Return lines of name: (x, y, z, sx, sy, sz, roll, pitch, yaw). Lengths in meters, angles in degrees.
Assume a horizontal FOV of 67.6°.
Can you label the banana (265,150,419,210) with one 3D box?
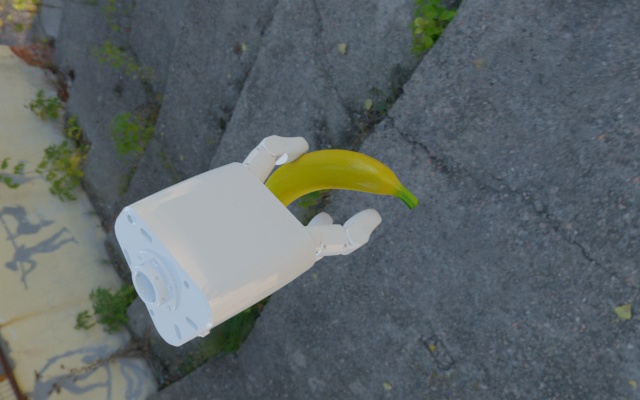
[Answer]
banana: (-0.003, -0.016, 0.476, 0.198, 0.070, 0.037, -3, 23, 41)
